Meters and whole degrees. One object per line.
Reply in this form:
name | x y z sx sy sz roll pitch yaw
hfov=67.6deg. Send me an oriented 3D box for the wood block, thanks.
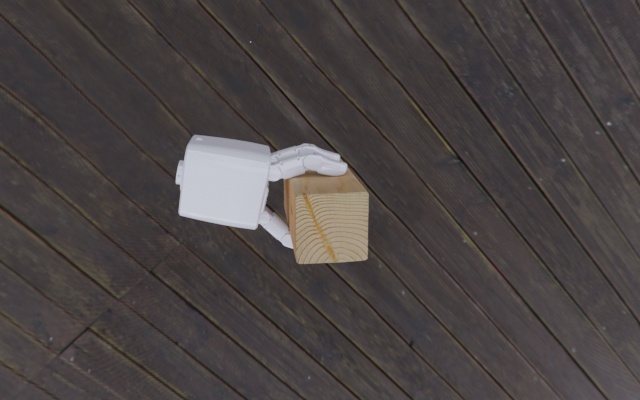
wood block | 0.000 0.003 0.664 0.090 0.091 0.206 -3 19 -7
